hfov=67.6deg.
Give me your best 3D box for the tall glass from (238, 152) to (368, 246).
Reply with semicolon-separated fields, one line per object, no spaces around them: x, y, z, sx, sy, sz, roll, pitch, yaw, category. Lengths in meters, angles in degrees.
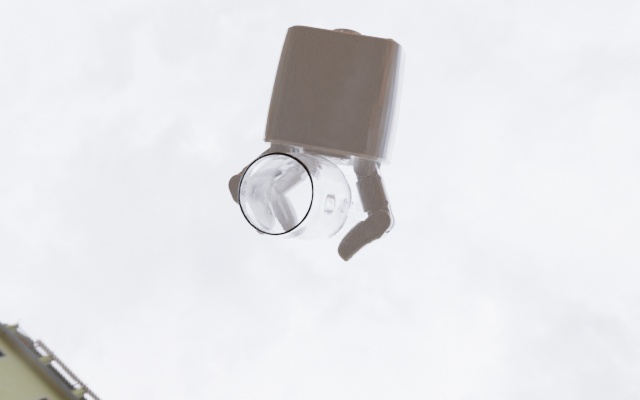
0.000;0.002;0.442;0.079;0.079;0.201;0;-3;20;tall glass
